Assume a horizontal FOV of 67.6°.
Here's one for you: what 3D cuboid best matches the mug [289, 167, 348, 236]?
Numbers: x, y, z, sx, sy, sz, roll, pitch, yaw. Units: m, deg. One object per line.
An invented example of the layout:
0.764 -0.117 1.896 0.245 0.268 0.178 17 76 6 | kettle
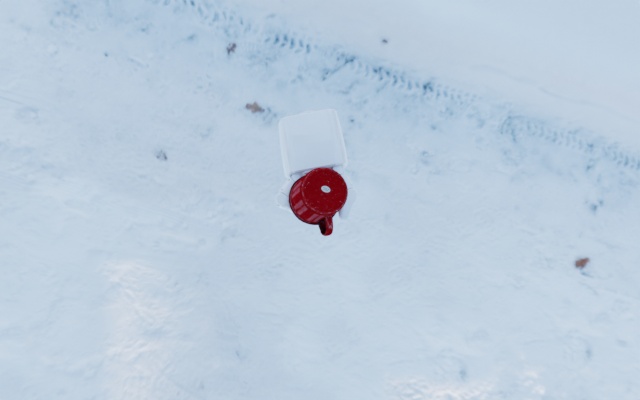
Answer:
0.000 0.004 0.811 0.093 0.117 0.081 -8 -8 -15 | mug
